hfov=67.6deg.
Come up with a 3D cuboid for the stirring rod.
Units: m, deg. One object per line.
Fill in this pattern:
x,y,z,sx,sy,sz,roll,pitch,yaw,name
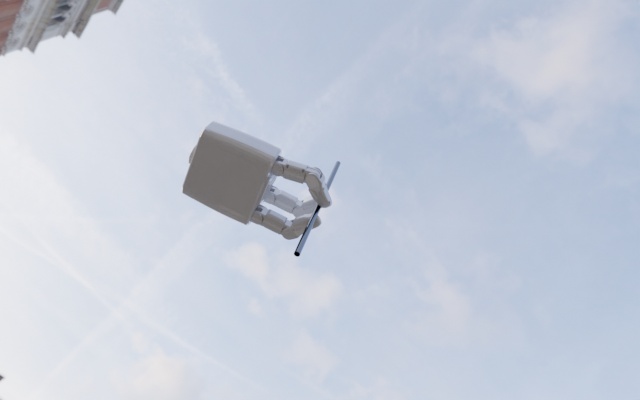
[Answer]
0.000,0.002,0.676,0.011,0.011,0.239,0,31,16,stirring rod
